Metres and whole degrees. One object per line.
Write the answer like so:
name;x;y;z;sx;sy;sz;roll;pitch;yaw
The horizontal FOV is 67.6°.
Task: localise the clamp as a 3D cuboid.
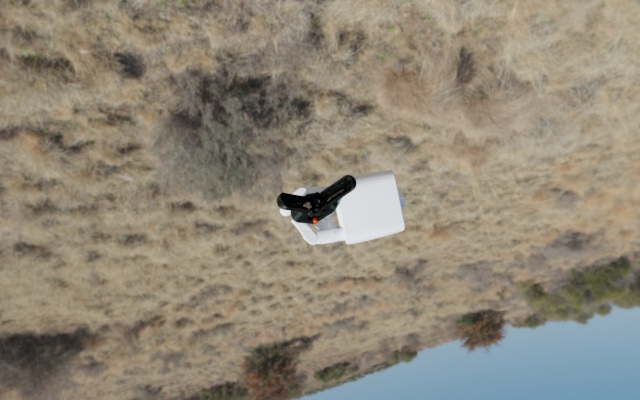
clamp;0.000;0.003;0.764;0.120;0.039;0.171;-12;-12;2
